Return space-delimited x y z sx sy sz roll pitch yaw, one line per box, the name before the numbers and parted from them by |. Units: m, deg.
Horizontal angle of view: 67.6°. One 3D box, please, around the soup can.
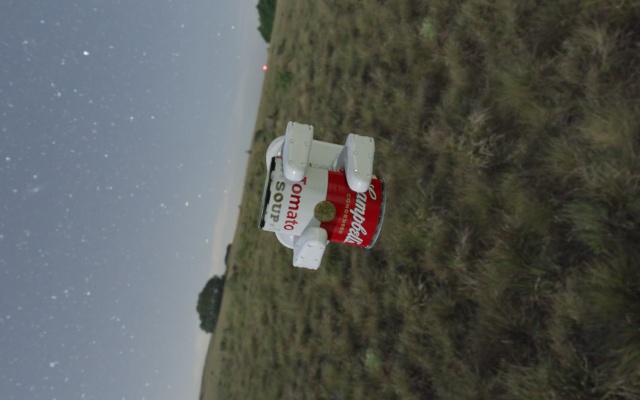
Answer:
soup can | 0.000 0.002 0.429 0.102 0.068 0.068 10 -2 -8
